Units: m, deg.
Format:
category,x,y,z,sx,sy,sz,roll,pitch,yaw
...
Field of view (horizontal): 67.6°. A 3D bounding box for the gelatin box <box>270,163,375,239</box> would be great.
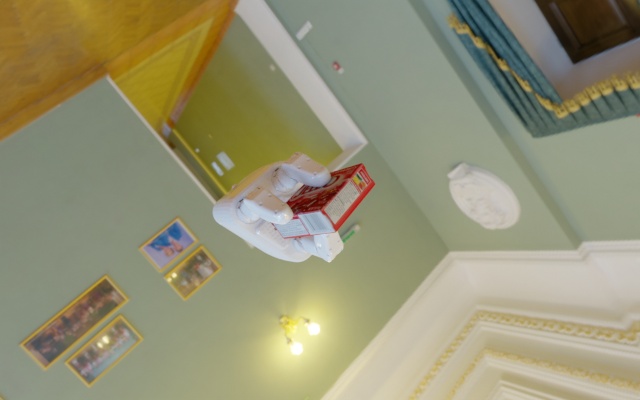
category,x,y,z,sx,sy,sz,roll,pitch,yaw
gelatin box,0.001,0.002,0.475,0.089,0.030,0.073,-12,29,51
